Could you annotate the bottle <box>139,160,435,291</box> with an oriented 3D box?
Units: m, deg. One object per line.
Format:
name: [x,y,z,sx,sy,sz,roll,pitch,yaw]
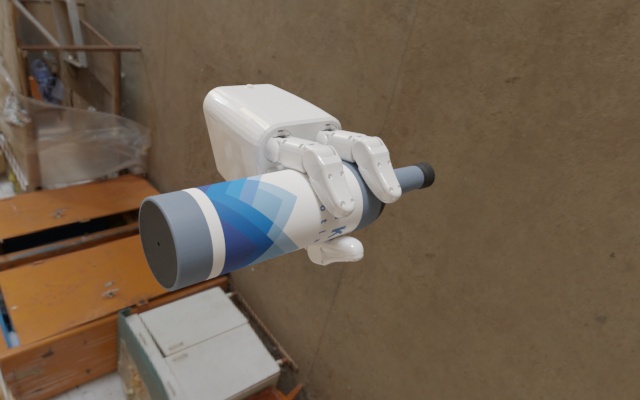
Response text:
bottle: [0.000,0.001,0.417,0.295,0.069,0.069,-15,9,-39]
